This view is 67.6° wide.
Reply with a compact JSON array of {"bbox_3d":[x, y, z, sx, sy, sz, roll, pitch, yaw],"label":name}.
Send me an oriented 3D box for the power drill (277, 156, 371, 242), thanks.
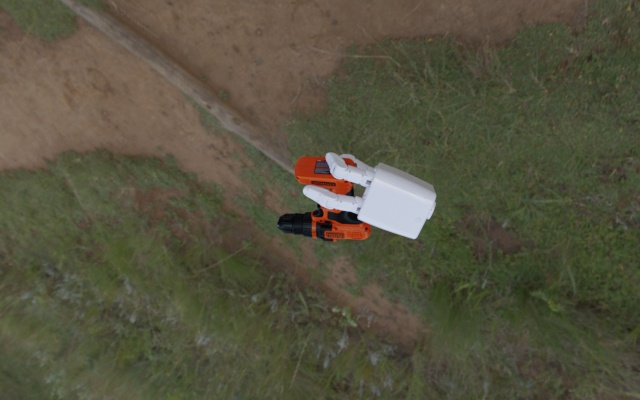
[{"bbox_3d":[0.000,0.003,0.882,0.184,0.057,0.188,2,-40,8],"label":"power drill"}]
